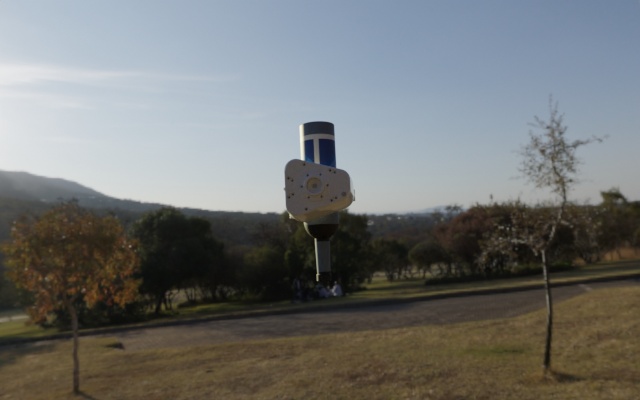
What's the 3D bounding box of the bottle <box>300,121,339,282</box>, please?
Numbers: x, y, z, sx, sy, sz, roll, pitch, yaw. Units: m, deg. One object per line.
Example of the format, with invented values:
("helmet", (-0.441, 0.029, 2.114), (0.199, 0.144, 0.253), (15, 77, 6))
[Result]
("bottle", (0.000, 0.003, 0.899), (0.069, 0.295, 0.069), (-3, -6, 0))
